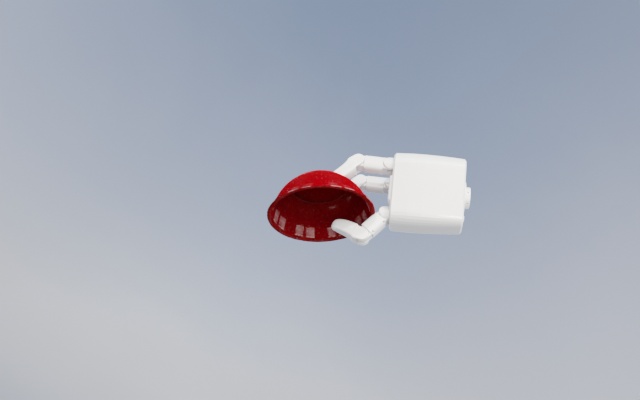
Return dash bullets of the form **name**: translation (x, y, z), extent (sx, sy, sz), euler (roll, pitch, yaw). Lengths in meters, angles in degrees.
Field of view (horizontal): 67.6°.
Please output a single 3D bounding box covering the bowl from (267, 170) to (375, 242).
- **bowl**: translation (-0.001, 0.002, 0.726), extent (0.162, 0.055, 0.162), euler (-2, -33, -1)
